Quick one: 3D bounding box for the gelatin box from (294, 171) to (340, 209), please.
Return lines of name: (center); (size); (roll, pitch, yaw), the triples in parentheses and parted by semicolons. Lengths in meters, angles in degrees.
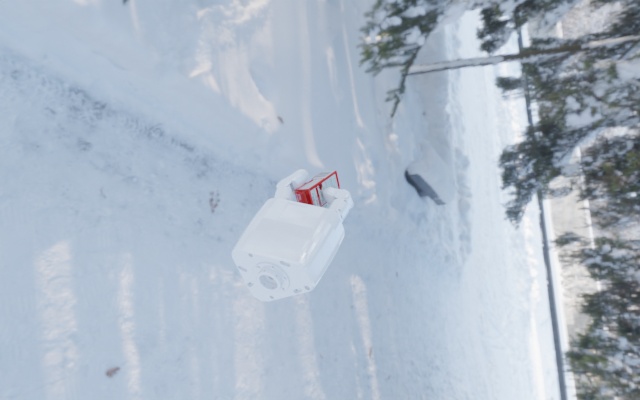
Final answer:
gelatin box: (0.001, 0.002, 0.736); (0.030, 0.073, 0.089); (-1, 22, 33)
